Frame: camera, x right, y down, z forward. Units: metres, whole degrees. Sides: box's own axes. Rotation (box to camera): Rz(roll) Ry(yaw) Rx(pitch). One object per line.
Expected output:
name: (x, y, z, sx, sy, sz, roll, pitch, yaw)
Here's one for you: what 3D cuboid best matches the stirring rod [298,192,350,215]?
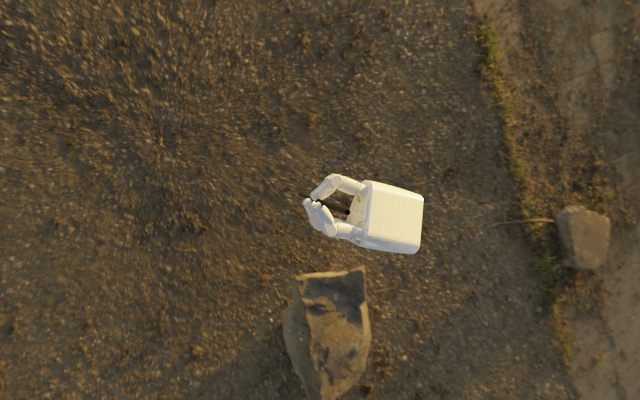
stirring rod: (0.000, 0.003, 0.770, 0.011, 0.011, 0.239, 0, 7, -18)
